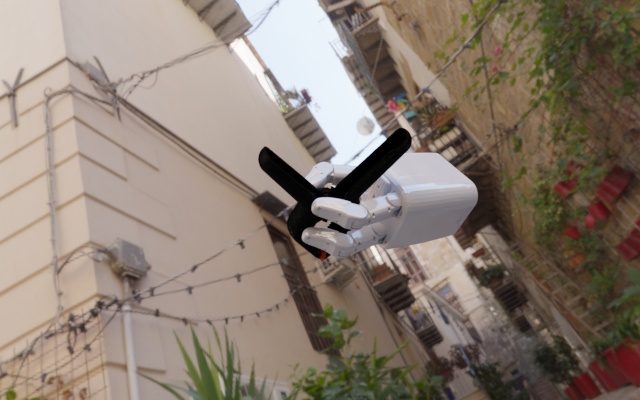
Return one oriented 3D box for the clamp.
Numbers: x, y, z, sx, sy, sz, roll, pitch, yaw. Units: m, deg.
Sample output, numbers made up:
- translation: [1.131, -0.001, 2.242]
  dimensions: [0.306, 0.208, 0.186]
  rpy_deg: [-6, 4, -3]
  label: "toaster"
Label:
- translation: [0.000, 0.002, 0.553]
  dimensions: [0.164, 0.036, 0.210]
  rpy_deg: [-4, -39, -20]
  label: "clamp"
